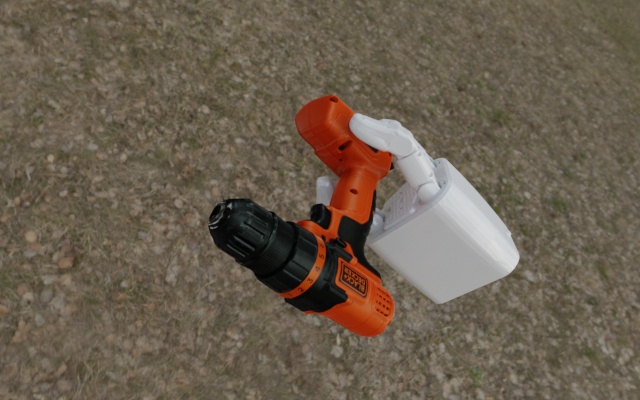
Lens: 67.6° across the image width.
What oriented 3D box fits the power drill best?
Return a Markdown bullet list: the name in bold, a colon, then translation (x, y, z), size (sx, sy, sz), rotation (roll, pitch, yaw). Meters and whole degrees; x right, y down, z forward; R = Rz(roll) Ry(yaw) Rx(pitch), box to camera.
- **power drill**: translation (0.000, 0.001, 0.407), size (0.057, 0.187, 0.184), rotation (-19, -45, 37)
